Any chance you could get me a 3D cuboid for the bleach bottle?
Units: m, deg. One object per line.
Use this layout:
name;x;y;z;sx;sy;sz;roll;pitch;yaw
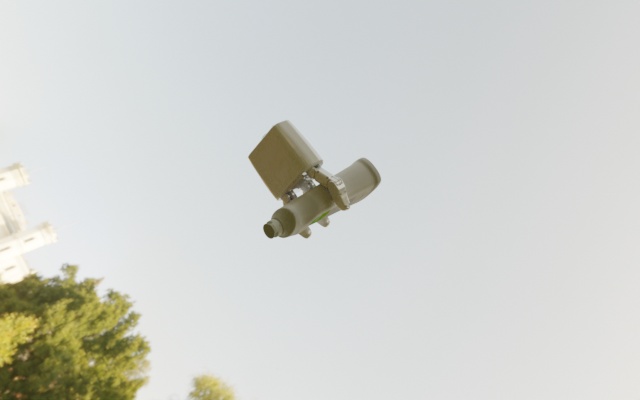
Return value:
bleach bottle;0.000;0.003;0.876;0.250;0.068;0.103;-28;-13;-41
